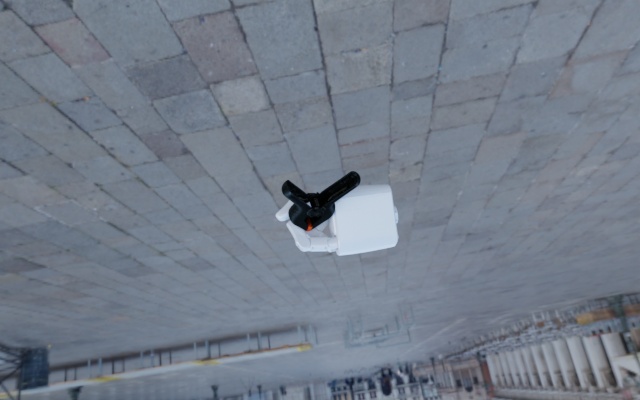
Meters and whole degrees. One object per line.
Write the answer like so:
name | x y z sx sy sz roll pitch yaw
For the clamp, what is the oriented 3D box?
clamp | 0.000 0.003 0.768 0.120 0.039 0.171 -7 -22 -5
